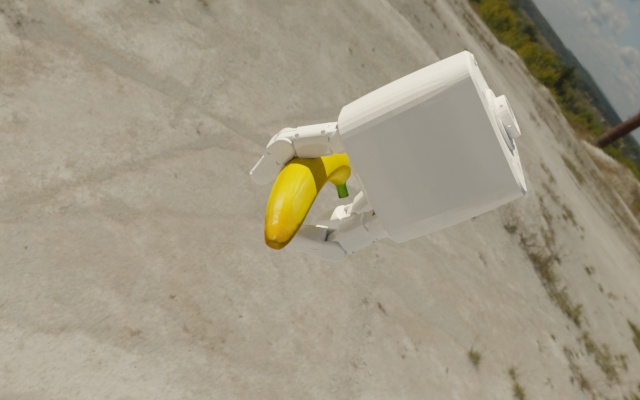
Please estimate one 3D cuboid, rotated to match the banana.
[{"bbox_3d":[-0.003,-0.017,0.430,0.037,0.069,0.197,-10,9,22],"label":"banana"}]
